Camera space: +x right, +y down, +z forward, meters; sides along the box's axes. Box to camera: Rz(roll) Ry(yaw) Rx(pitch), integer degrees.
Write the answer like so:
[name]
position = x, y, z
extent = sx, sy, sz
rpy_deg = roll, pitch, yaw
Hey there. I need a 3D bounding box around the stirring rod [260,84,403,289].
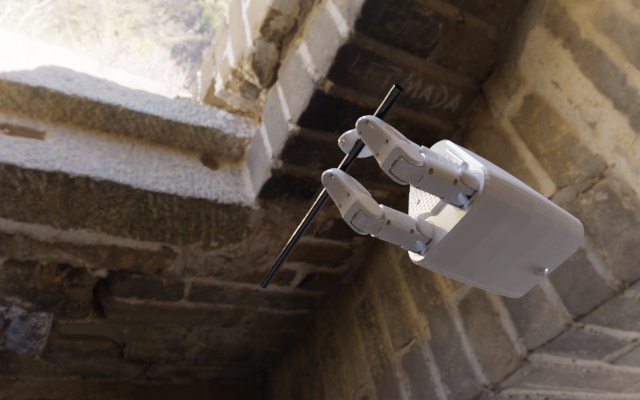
[stirring rod]
position = 0.000, 0.001, 0.412
extent = 0.011, 0.011, 0.240
rpy_deg = 0, -44, -41
